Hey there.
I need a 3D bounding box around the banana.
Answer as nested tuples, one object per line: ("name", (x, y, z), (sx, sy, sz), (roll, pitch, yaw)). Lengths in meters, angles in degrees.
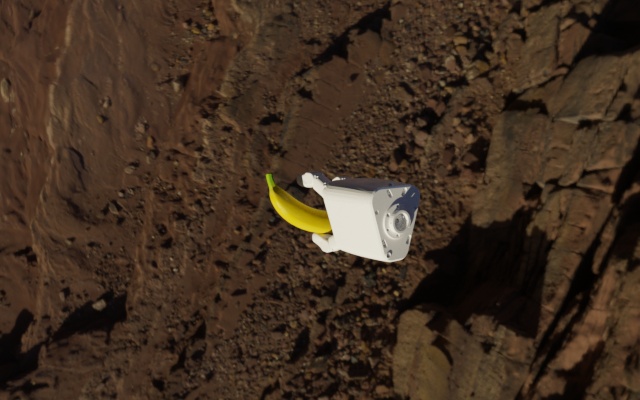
("banana", (-0.007, 0.019, 0.785), (0.198, 0.069, 0.037), (23, -15, -31))
